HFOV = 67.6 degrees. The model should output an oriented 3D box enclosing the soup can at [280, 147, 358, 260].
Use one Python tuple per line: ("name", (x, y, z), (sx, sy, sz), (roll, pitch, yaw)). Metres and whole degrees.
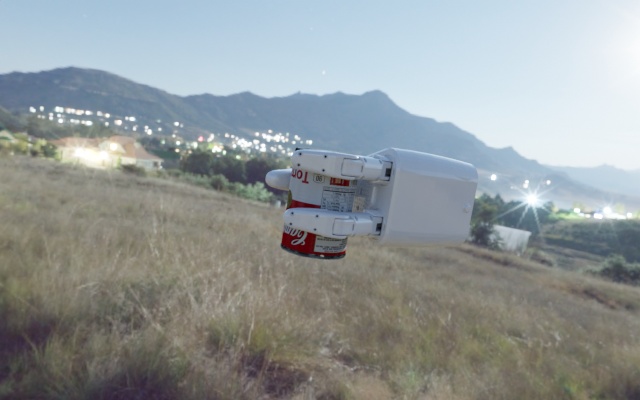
("soup can", (0.000, 0.001, 0.482), (0.068, 0.102, 0.068), (9, 8, -1))
